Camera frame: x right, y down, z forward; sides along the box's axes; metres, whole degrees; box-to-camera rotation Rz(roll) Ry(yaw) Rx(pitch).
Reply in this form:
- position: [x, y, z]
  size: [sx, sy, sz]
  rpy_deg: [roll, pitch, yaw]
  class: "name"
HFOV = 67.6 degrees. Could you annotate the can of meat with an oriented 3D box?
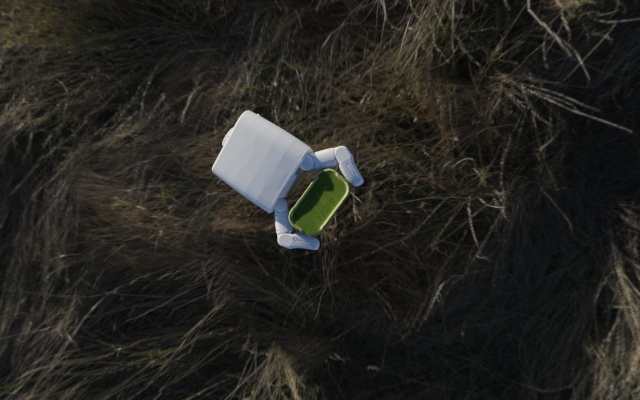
- position: [0.000, 0.002, 0.689]
  size: [0.057, 0.102, 0.084]
  rpy_deg: [36, 3, 1]
  class: "can of meat"
